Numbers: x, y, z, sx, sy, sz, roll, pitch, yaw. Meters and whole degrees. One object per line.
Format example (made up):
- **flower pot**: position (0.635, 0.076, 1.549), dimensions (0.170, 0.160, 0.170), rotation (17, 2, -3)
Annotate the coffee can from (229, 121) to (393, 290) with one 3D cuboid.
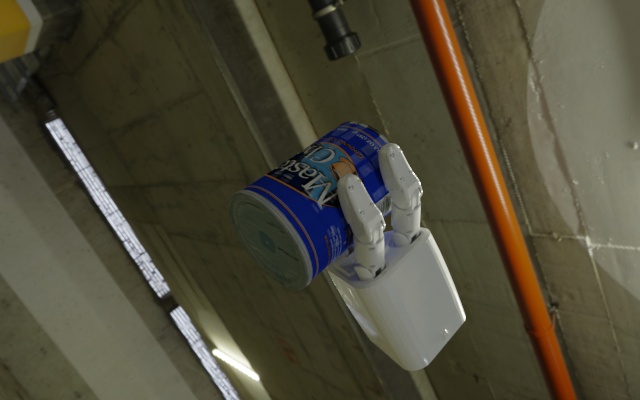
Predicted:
- **coffee can**: position (0.000, 0.001, 0.452), dimensions (0.140, 0.103, 0.103), rotation (-37, 21, -30)
